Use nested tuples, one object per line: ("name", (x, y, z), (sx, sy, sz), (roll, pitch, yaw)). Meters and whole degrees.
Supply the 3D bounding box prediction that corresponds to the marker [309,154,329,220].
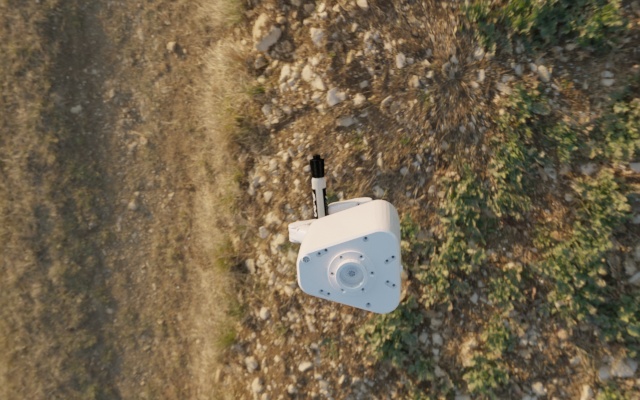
("marker", (0.000, 0.002, 0.605), (0.020, 0.121, 0.020), (-5, 14, 1))
